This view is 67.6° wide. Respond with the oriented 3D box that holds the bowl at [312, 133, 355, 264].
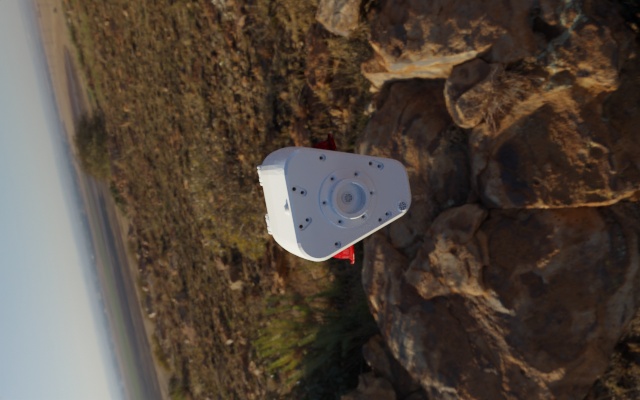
[{"bbox_3d":[0.000,0.002,0.586,0.055,0.162,0.162,-10,0,-1],"label":"bowl"}]
